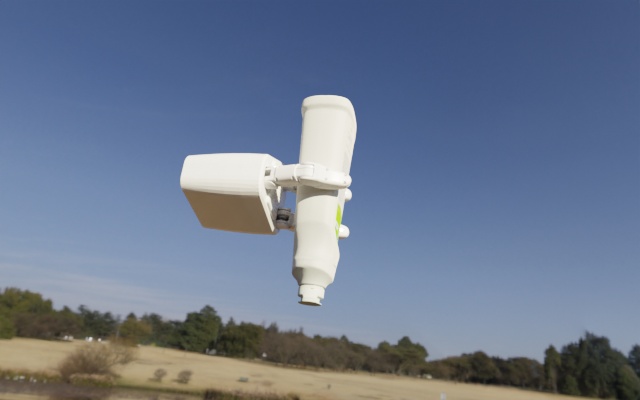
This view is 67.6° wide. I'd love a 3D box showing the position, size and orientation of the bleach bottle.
[{"bbox_3d":[0.000,0.002,0.596,0.068,0.250,0.103,2,-22,12],"label":"bleach bottle"}]
